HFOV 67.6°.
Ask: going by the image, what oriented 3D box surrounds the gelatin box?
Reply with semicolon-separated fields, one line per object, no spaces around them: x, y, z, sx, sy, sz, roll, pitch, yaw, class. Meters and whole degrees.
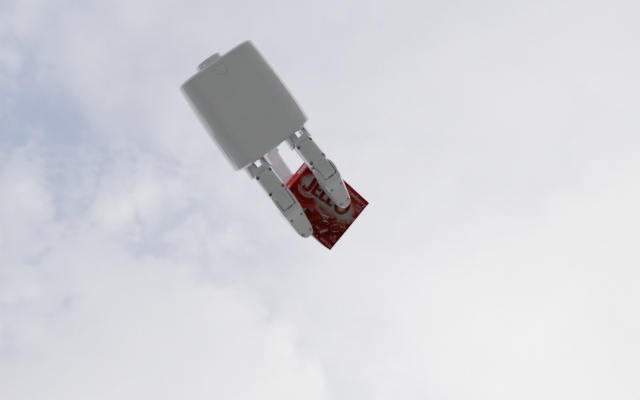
0.000;0.002;0.551;0.089;0.073;0.030;42;-6;-20;gelatin box
